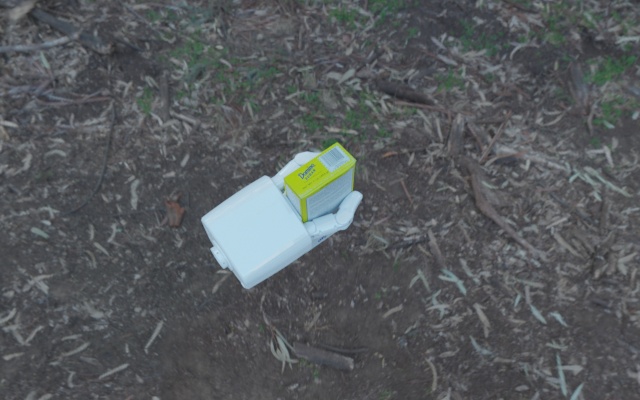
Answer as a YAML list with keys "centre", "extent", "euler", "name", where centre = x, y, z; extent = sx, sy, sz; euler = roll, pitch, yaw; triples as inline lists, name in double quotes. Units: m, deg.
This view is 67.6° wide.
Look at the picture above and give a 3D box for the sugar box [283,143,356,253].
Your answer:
- centre: [0.000, 0.002, 0.684]
  extent: [0.093, 0.048, 0.176]
  euler: [-34, -22, -17]
  name: "sugar box"
